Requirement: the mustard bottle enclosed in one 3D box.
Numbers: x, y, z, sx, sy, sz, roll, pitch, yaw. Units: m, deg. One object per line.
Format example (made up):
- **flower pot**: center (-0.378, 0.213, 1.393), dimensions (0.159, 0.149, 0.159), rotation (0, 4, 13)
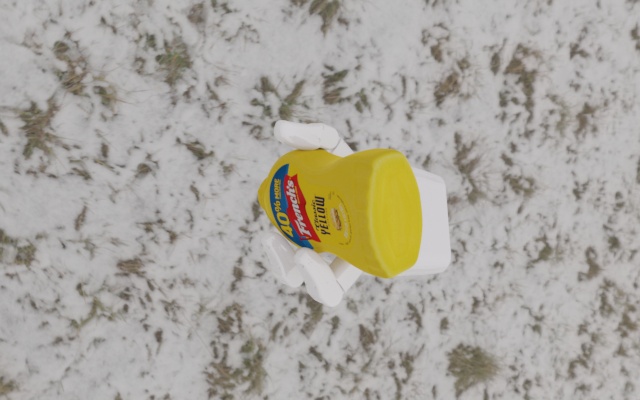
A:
- **mustard bottle**: center (0.000, 0.001, 0.423), dimensions (0.058, 0.096, 0.191), rotation (-22, 19, -33)
